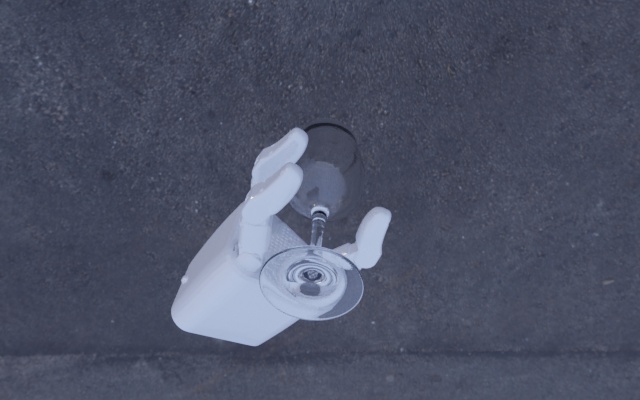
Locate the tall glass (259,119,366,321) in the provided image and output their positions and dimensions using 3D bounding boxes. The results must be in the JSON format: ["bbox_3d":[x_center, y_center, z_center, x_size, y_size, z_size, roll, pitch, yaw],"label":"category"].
[{"bbox_3d":[0.000,0.002,0.414,0.079,0.079,0.201,0,37,5],"label":"tall glass"}]
